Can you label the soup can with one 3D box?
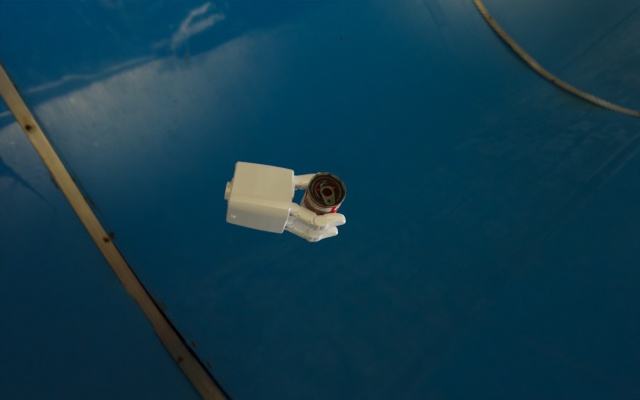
[{"bbox_3d":[0.001,0.003,0.872,0.068,0.068,0.102,0,-26,-14],"label":"soup can"}]
